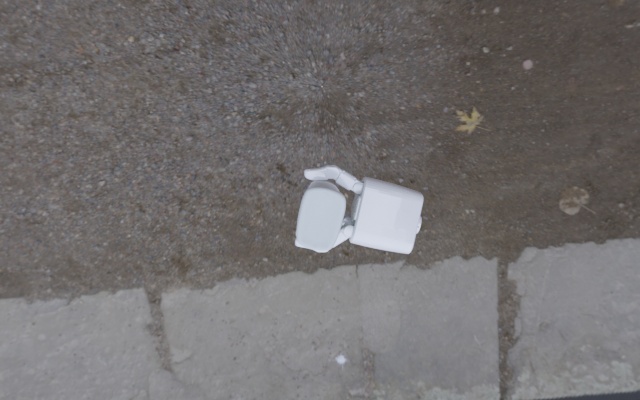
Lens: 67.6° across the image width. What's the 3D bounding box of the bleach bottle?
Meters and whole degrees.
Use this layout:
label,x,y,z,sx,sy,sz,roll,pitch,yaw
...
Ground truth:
label,x,y,z,sx,sy,sz,roll,pitch,yaw
bleach bottle,0.000,0.003,0.838,0.068,0.102,0.250,13,13,-3
